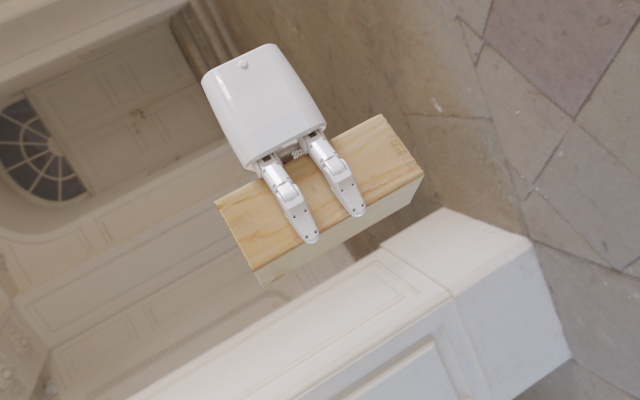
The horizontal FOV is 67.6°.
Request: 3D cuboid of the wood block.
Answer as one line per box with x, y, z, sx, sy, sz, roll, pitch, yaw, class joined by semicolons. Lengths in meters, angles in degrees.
0.000;0.002;0.537;0.206;0.090;0.091;-29;-17;-11;wood block
